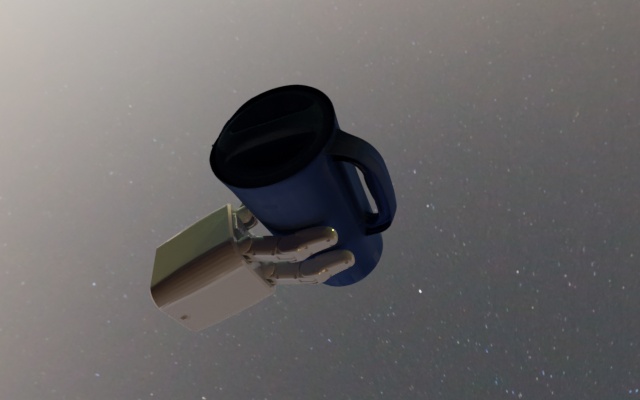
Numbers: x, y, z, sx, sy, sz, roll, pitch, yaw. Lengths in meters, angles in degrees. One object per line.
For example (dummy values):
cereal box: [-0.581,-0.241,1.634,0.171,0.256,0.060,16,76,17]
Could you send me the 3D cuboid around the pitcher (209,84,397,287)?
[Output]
pitcher: [0.000,0.002,0.538,0.145,0.149,0.243,-31,-42,1]
